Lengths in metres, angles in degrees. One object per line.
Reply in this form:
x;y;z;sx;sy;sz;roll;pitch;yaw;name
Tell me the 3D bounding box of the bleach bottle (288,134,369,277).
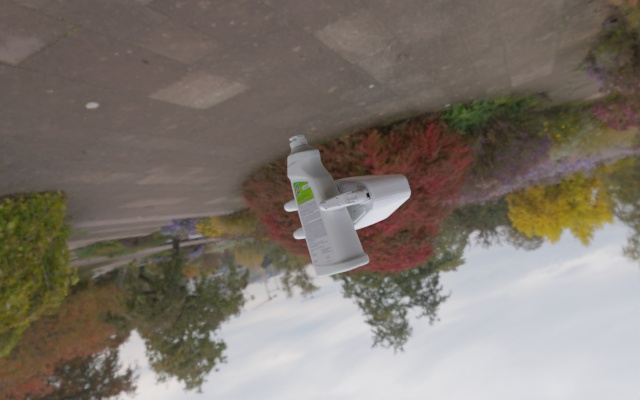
0.000;0.003;0.839;0.068;0.251;0.102;-13;-7;-40;bleach bottle
